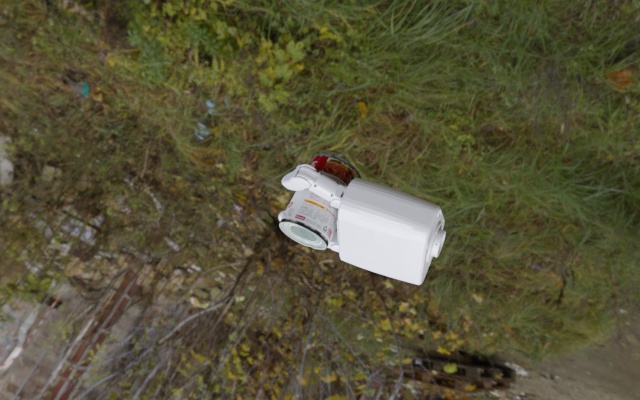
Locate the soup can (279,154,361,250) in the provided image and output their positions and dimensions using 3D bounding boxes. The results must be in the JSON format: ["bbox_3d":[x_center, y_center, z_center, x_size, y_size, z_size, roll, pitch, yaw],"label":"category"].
[{"bbox_3d":[-0.001,0.002,0.598,0.068,0.102,0.068,23,-23,10],"label":"soup can"}]
